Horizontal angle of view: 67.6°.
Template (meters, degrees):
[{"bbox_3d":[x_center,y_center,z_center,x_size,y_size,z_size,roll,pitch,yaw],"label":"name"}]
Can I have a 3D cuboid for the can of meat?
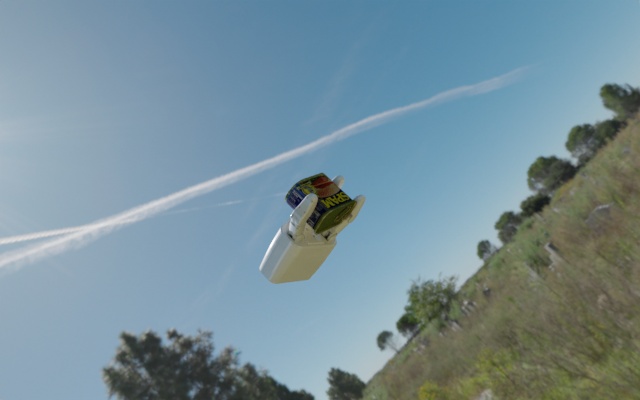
[{"bbox_3d":[0.000,0.002,0.836,0.084,0.057,0.102,44,36,19],"label":"can of meat"}]
